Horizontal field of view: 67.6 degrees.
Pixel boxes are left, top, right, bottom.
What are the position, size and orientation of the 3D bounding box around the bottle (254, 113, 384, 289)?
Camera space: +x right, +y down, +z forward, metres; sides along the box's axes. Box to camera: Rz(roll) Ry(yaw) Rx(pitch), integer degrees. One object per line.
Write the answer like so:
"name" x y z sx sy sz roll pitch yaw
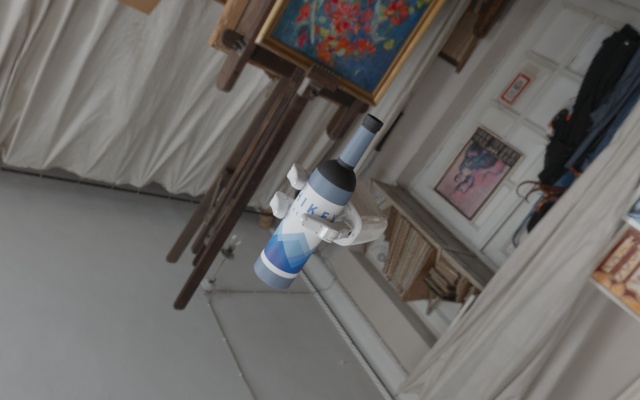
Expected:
"bottle" 0.000 0.003 0.711 0.069 0.296 0.069 30 19 -11
